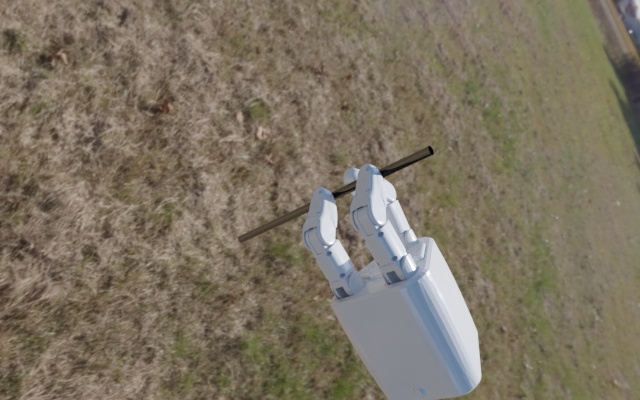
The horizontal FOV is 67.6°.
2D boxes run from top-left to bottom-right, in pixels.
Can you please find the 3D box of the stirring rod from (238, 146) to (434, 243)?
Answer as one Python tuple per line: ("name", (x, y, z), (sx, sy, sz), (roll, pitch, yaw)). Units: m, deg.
("stirring rod", (0.000, 0.002, 0.448), (0.239, 0.011, 0.011), (-25, -16, 37))
